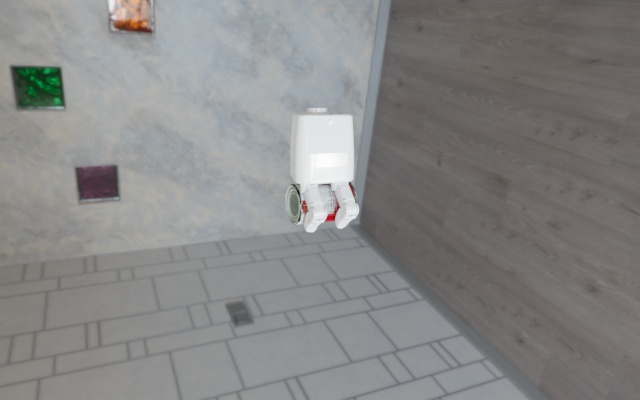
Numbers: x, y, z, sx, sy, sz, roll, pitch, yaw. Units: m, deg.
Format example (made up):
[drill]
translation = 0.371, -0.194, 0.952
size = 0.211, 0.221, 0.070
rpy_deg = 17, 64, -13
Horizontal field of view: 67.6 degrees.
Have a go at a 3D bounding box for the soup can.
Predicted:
[soup can]
translation = 0.000, 0.003, 0.790
size = 0.102, 0.068, 0.068
rpy_deg = -5, 2, -25
